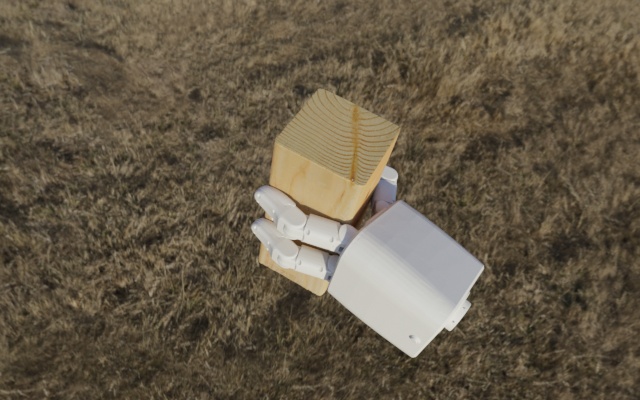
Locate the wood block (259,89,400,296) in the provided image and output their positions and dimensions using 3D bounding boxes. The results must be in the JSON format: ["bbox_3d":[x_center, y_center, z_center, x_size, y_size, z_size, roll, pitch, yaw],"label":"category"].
[{"bbox_3d":[0.001,0.002,0.505,0.090,0.090,0.206,28,-38,9],"label":"wood block"}]
